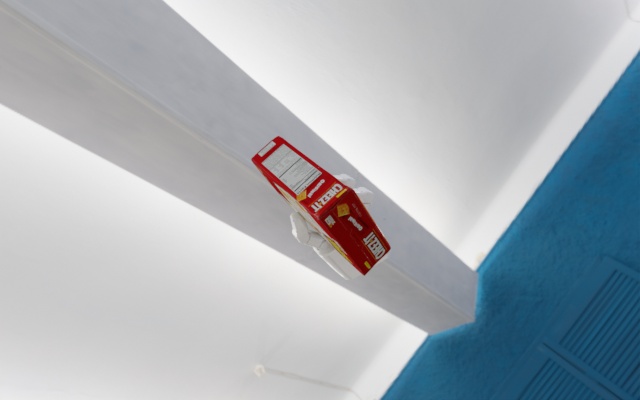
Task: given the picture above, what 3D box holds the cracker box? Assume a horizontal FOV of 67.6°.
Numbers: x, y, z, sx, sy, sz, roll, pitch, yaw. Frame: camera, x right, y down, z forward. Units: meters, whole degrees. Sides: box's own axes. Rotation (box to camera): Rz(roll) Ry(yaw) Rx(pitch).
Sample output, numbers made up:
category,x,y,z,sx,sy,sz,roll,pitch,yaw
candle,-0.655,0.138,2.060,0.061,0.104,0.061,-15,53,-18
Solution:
category,x,y,z,sx,sy,sz,roll,pitch,yaw
cracker box,0.000,0.003,0.766,0.213,0.072,0.164,39,-9,46
